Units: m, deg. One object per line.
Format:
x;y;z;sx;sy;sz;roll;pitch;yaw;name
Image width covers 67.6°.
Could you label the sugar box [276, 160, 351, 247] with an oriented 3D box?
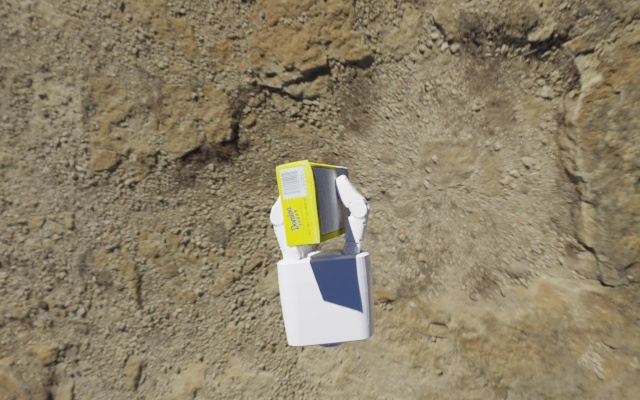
0.000;0.002;0.604;0.048;0.093;0.176;-7;-1;15;sugar box
